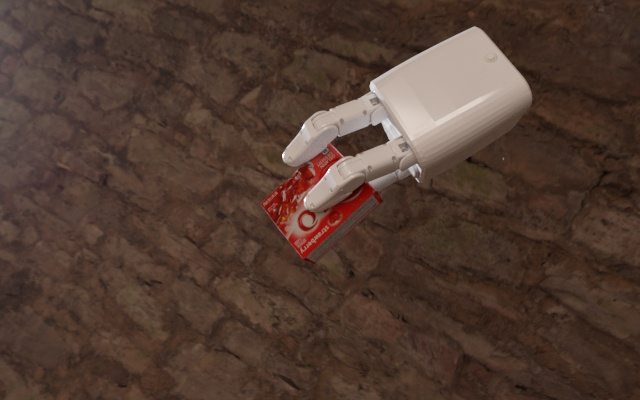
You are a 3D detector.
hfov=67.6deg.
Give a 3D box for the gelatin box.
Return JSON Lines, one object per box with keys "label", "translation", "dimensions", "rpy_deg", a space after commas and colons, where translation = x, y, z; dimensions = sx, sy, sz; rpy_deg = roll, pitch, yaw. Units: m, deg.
{"label": "gelatin box", "translation": [0.000, 0.002, 0.440], "dimensions": [0.073, 0.089, 0.030], "rpy_deg": [49, 4, 28]}
